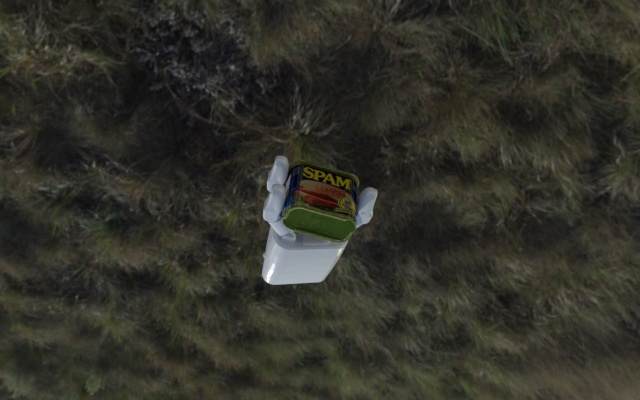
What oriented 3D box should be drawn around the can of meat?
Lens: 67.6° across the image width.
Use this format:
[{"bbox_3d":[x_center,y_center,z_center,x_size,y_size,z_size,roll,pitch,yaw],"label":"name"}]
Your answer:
[{"bbox_3d":[0.000,0.002,0.645,0.102,0.083,0.057,16,-44,-12],"label":"can of meat"}]
